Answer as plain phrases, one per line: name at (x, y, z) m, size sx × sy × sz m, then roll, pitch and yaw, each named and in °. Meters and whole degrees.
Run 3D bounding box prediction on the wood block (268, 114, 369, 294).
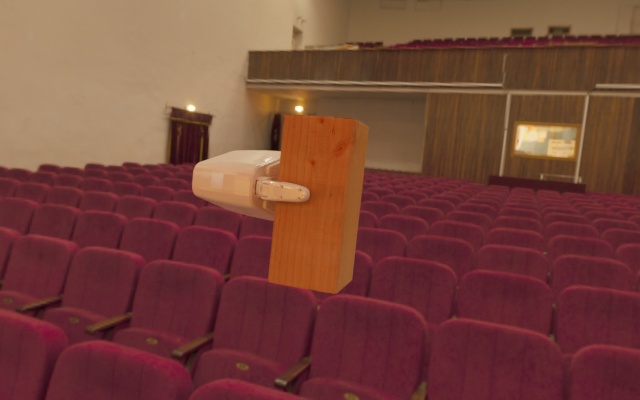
wood block at (0.000, 0.002, 0.605) m, size 0.090 × 0.206 × 0.091 m, roll 7°, pitch 4°, yaw 17°
